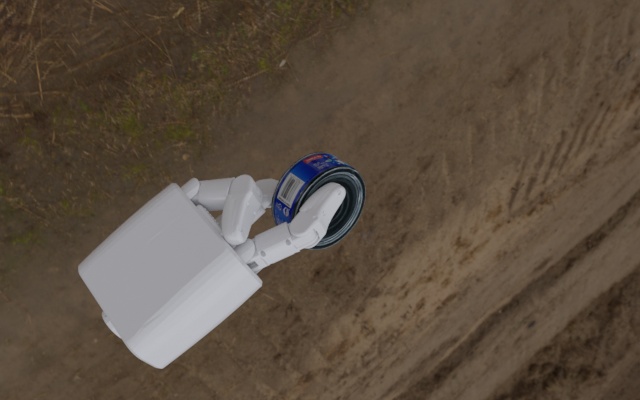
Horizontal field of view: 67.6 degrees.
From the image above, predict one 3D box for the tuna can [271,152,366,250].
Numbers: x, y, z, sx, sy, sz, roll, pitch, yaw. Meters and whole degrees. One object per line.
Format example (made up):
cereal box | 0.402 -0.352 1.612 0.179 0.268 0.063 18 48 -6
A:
tuna can | 0.000 0.002 0.435 0.086 0.086 0.033 0 25 -42
